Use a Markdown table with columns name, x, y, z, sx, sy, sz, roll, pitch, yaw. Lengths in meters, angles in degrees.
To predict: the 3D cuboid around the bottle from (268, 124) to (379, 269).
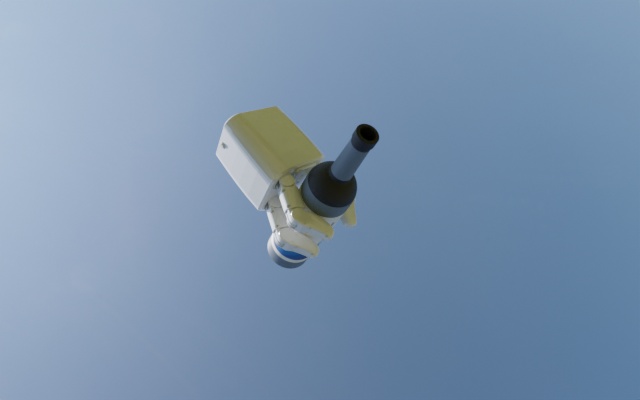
| name | x | y | z | sx | sy | sz | roll | pitch | yaw |
| --- | --- | --- | --- | --- | --- | --- | --- | --- | --- |
| bottle | 0.000 | 0.002 | 0.624 | 0.069 | 0.069 | 0.296 | 0 | -30 | -23 |
